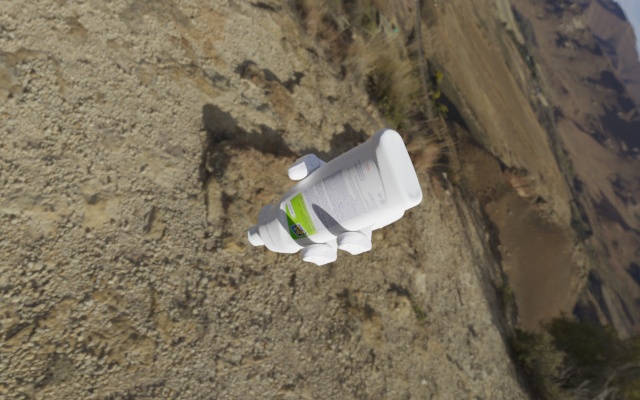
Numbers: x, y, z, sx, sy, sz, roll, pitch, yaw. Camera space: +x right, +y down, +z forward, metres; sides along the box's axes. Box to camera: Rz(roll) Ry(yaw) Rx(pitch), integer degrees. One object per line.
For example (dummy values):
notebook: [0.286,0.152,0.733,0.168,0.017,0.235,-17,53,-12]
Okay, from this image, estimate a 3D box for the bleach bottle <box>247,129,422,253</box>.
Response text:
bleach bottle: [0.000,0.002,0.629,0.251,0.102,0.068,-23,-6,31]
